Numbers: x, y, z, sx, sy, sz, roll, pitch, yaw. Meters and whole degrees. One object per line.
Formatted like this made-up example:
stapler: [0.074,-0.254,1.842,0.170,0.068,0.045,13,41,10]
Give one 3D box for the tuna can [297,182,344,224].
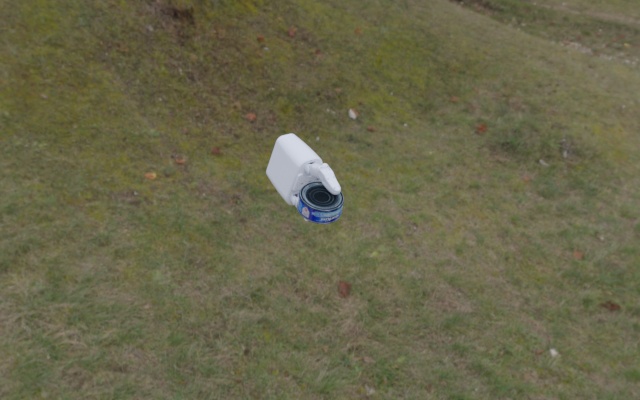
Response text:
tuna can: [0.000,0.003,0.891,0.086,0.034,0.086,7,40,-6]
